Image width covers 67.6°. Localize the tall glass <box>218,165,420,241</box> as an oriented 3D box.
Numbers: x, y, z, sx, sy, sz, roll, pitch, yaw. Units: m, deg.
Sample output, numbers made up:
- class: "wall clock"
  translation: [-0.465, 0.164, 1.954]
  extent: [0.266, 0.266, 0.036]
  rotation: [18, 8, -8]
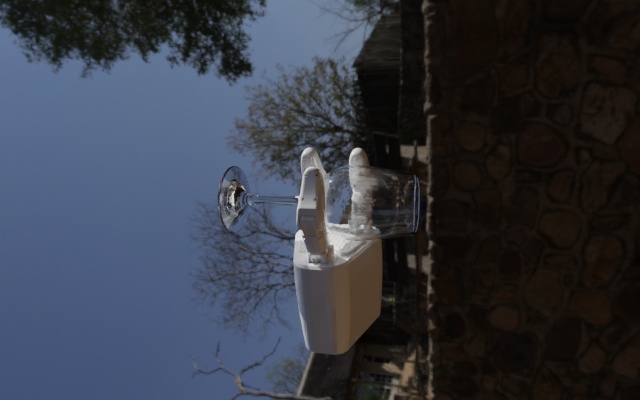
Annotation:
- class: "tall glass"
  translation: [-0.001, 0.001, 0.499]
  extent: [0.201, 0.079, 0.079]
  rotation: [1, 0, 16]
